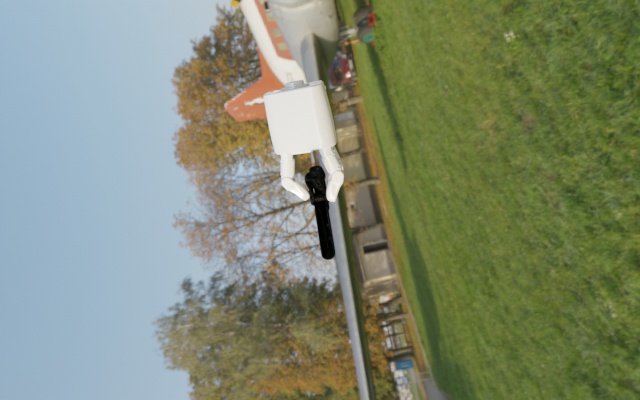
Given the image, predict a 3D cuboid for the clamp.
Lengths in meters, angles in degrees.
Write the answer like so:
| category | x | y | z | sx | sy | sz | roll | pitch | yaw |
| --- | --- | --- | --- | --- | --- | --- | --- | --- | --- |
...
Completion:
| category | x | y | z | sx | sy | sz | roll | pitch | yaw |
| --- | --- | --- | --- | --- | --- | --- | --- | --- | --- |
| clamp | -0.001 | 0.003 | 0.886 | 0.036 | 0.165 | 0.210 | -10 | 18 | 3 |
